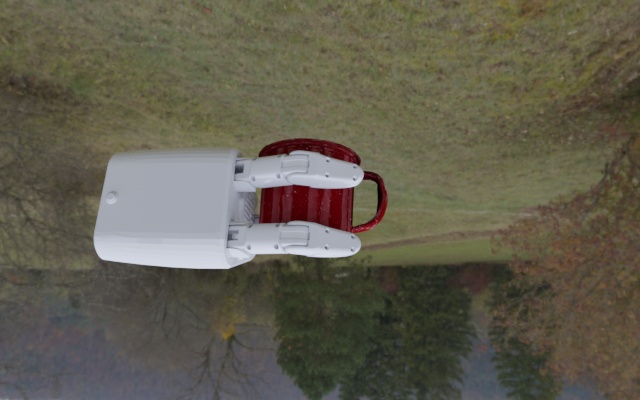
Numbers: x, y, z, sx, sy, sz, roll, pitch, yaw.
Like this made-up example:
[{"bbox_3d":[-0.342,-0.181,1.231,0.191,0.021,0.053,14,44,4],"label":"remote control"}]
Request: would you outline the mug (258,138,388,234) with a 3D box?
[{"bbox_3d":[0.002,0.002,0.421,0.117,0.081,0.093,1,-18,7],"label":"mug"}]
